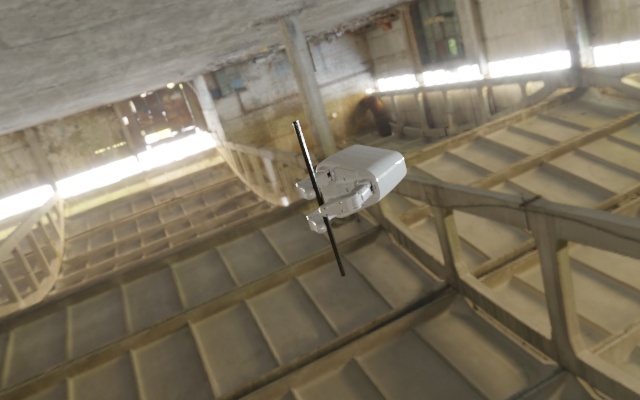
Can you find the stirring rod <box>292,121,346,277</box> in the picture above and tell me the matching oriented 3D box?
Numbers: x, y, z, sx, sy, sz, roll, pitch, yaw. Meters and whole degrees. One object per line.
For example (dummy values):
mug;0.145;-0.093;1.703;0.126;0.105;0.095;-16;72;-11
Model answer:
stirring rod;0.000;0.002;0.687;0.011;0.239;0.011;-16;16;5
